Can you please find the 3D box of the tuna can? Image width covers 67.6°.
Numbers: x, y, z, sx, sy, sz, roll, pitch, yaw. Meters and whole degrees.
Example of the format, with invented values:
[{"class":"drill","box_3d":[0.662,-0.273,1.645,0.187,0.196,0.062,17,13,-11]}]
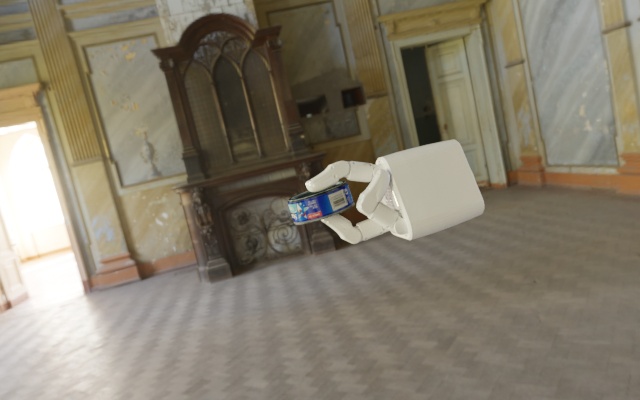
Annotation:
[{"class":"tuna can","box_3d":[0.000,0.002,0.639,0.086,0.034,0.086,-18,7,2]}]
